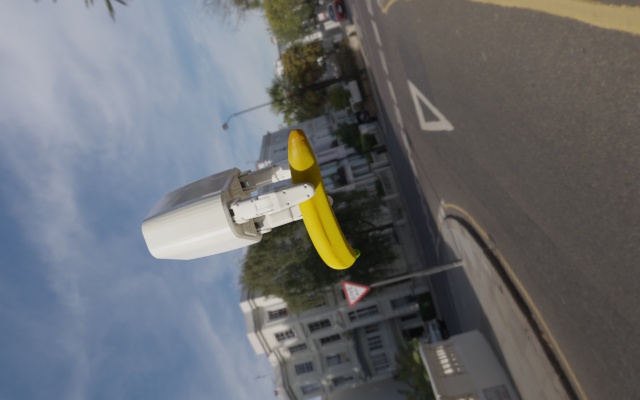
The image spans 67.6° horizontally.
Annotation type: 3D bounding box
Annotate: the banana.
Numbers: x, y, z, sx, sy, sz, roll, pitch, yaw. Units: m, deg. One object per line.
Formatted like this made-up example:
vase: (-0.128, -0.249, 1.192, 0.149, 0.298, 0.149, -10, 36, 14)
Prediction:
banana: (0.001, 0.015, 0.557, 0.037, 0.198, 0.069, -17, 31, 12)
